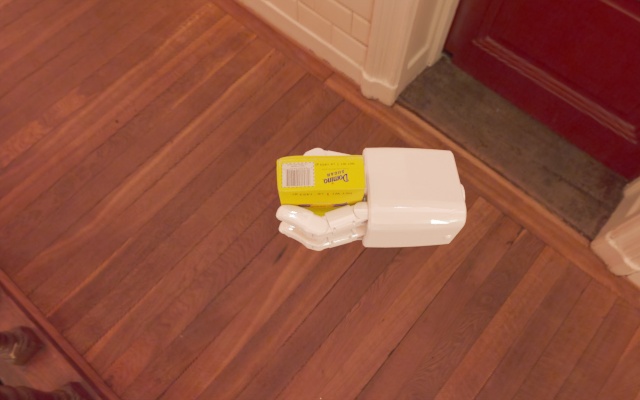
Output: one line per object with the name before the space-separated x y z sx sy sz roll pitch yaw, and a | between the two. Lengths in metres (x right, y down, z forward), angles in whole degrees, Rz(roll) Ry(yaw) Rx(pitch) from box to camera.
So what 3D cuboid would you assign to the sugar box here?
sugar box | 0.000 0.002 0.576 0.093 0.048 0.176 -1 -22 0
